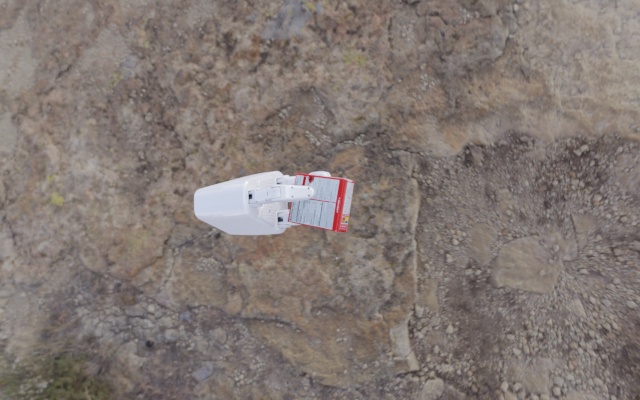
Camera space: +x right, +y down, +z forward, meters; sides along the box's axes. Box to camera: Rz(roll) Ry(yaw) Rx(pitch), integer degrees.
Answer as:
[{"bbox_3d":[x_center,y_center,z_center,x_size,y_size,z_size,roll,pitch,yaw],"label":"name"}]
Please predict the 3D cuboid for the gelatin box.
[{"bbox_3d":[0.000,0.002,0.674,0.089,0.073,0.030,9,0,36],"label":"gelatin box"}]
